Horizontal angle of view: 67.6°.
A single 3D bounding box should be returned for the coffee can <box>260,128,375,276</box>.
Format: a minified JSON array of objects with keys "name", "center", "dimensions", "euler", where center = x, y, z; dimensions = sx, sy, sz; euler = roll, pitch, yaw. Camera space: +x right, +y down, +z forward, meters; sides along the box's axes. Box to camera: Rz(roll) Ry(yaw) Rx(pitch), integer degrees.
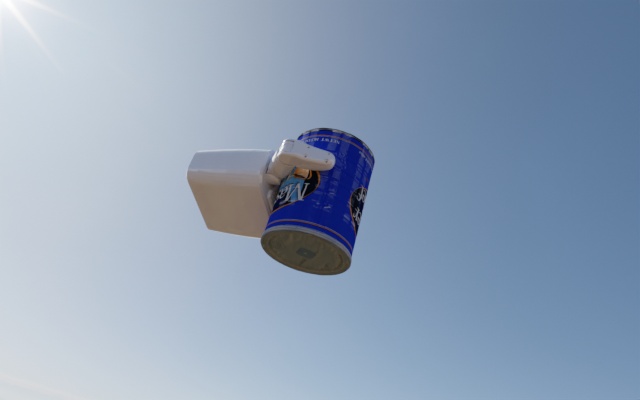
[{"name":"coffee can","center":[0.000,0.002,0.556],"dimensions":[0.103,0.140,0.103],"euler":[12,-31,7]}]
